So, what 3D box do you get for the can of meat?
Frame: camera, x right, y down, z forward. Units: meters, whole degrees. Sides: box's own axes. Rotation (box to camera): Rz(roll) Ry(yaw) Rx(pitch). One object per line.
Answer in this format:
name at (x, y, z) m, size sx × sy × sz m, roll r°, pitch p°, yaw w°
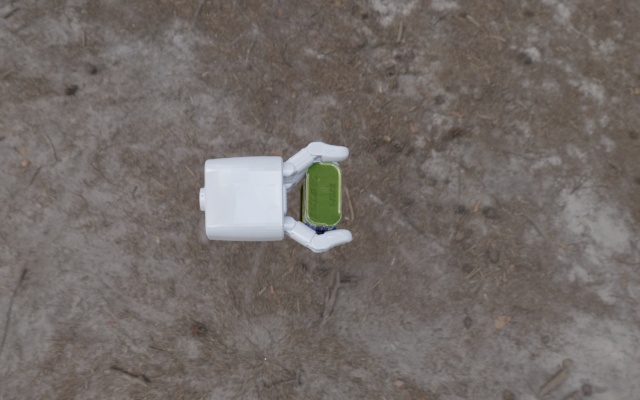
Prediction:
can of meat at (0.000, 0.002, 0.703) m, size 0.057 × 0.102 × 0.084 m, roll 2°, pitch -18°, yaw -5°
